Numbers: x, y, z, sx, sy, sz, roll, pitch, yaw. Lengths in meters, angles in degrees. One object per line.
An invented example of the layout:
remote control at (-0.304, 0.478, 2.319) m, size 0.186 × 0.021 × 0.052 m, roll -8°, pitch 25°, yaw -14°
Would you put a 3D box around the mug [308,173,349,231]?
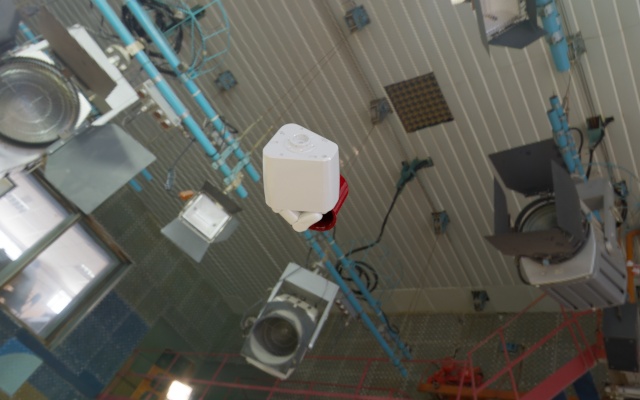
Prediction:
mug at (0.000, 0.004, 0.864) m, size 0.093 × 0.117 × 0.081 m, roll 16°, pitch 47°, yaw 16°
